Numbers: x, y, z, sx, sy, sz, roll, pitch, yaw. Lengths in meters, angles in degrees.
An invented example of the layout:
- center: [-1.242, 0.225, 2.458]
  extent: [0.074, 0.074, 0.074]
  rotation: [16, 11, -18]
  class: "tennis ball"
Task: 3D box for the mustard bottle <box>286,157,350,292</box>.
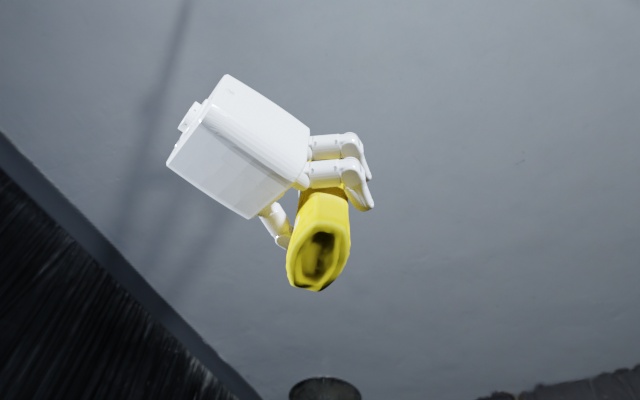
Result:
- center: [0.000, 0.002, 0.533]
  extent: [0.058, 0.096, 0.191]
  rotation: [13, 35, -7]
  class: "mustard bottle"
